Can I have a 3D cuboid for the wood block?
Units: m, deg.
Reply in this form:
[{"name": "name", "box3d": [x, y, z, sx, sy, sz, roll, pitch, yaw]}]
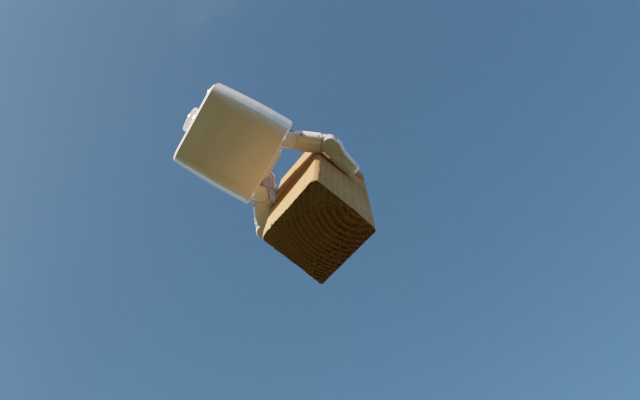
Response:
[{"name": "wood block", "box3d": [0.000, 0.001, 0.602, 0.090, 0.091, 0.206, 39, 16, -12]}]
